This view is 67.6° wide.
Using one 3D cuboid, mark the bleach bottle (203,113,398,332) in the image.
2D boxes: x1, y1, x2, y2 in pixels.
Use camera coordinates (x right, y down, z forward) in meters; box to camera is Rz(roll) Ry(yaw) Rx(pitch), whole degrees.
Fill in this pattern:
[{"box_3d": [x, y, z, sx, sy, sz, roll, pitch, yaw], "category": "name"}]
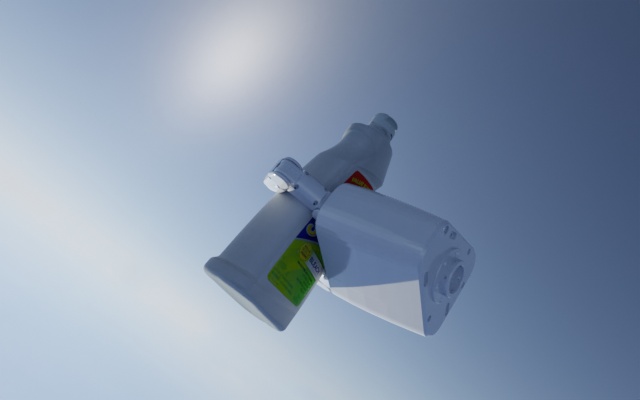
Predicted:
[{"box_3d": [0.000, 0.002, 0.484, 0.068, 0.250, 0.103, 20, -26, 38], "category": "bleach bottle"}]
